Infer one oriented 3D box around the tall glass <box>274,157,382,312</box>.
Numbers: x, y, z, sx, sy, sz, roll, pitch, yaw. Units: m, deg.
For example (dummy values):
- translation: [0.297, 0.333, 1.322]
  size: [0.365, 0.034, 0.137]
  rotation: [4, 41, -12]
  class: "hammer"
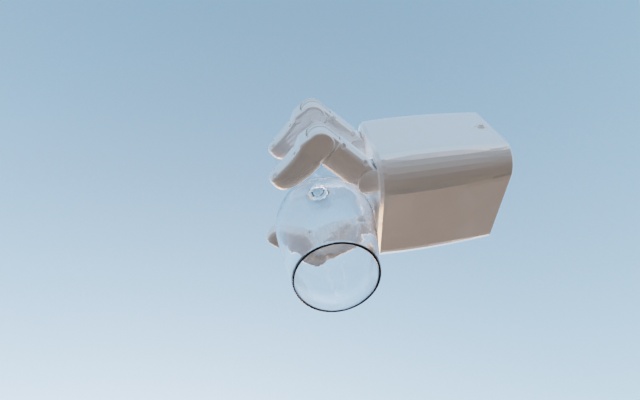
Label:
- translation: [0.000, 0.001, 0.406]
  size: [0.079, 0.079, 0.201]
  rotation: [0, 31, -7]
  class: "tall glass"
